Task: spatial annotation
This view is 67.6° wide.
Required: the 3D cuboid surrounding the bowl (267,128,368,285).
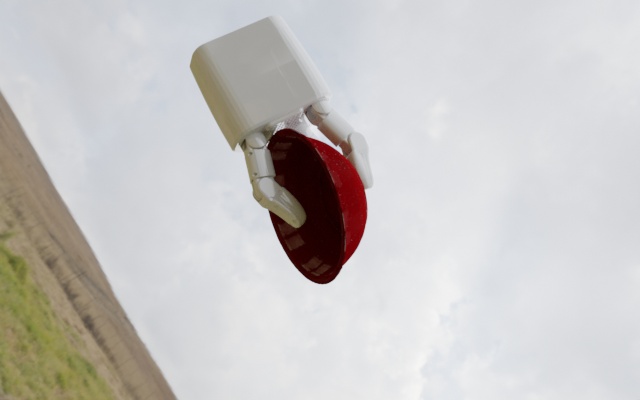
[{"bbox_3d":[0.001,0.003,0.493,0.055,0.162,0.162,-16,8,-28],"label":"bowl"}]
